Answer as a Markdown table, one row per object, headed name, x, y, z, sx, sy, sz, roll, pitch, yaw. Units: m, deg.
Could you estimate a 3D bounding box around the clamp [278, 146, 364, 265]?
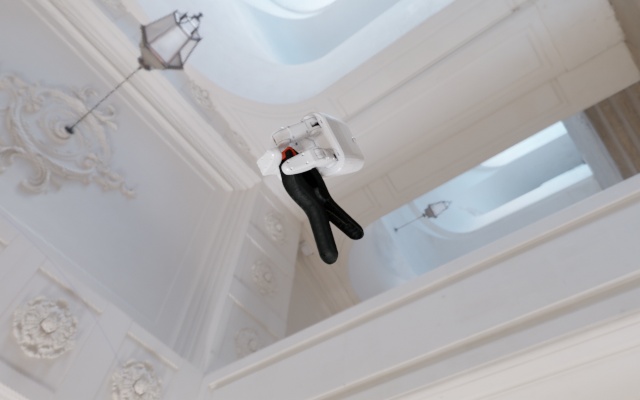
| name | x | y | z | sx | sy | sz | roll | pitch | yaw |
| --- | --- | --- | --- | --- | --- | --- | --- | --- | --- |
| clamp | 0.000 | 0.002 | 0.672 | 0.039 | 0.171 | 0.120 | -30 | -9 | 22 |
